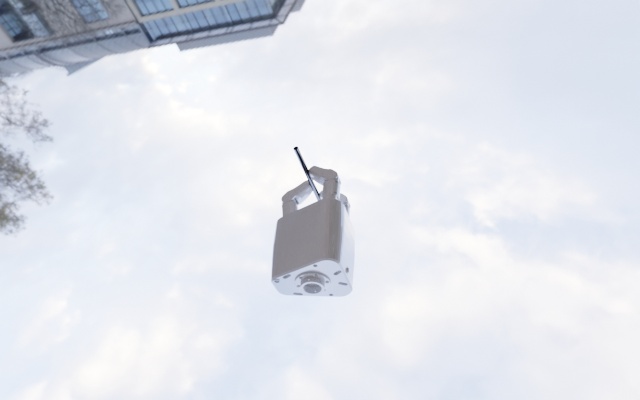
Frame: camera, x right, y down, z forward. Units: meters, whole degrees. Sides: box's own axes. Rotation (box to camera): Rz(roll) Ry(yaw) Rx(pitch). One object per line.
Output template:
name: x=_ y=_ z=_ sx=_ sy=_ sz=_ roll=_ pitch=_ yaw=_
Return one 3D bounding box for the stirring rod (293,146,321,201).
stirring rod: x=0.000 y=0.003 z=0.785 sx=0.011 sy=0.011 sz=0.240 roll=0 pitch=-42 yaw=24
